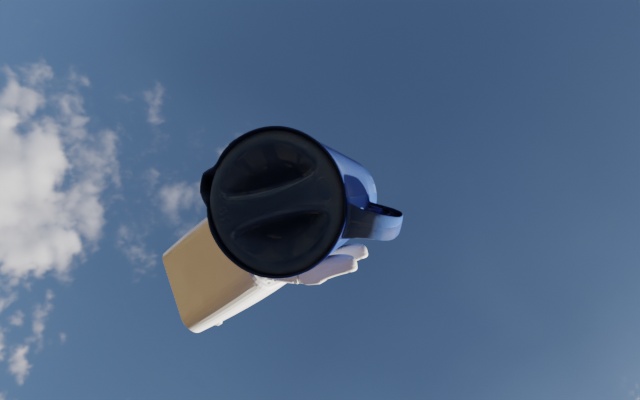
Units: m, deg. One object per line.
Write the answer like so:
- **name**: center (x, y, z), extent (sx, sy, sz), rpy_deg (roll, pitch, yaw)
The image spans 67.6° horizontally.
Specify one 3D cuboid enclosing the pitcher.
- **pitcher**: center (0.000, 0.002, 0.521), extent (0.145, 0.149, 0.243), rpy_deg (-35, -8, 15)
